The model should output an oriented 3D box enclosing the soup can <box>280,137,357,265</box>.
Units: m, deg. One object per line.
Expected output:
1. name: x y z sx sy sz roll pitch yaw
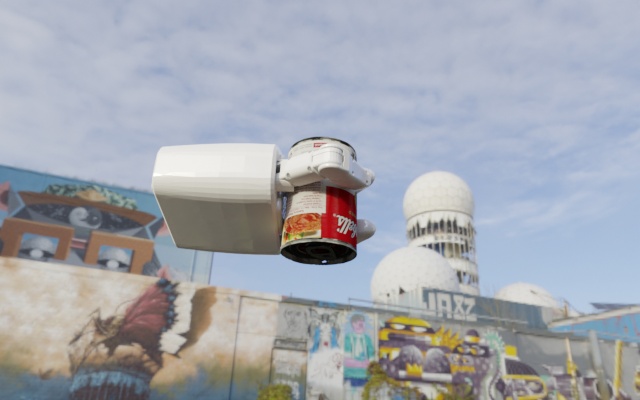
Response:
1. soup can: 0.001 0.001 0.440 0.068 0.102 0.068 2 -24 1
